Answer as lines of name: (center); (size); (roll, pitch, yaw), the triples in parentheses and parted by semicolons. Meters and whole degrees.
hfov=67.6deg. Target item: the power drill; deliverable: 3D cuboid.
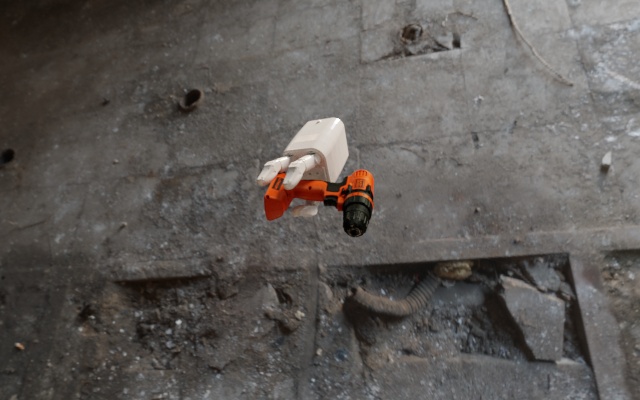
power drill: (0.000, 0.003, 0.841); (0.187, 0.057, 0.184); (3, 29, 8)
